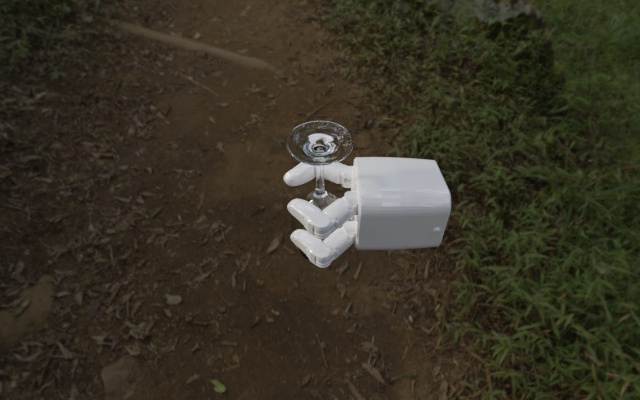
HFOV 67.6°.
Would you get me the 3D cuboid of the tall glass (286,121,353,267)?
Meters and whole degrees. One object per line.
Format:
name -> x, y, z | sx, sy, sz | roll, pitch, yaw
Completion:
tall glass -> 0.000, 0.001, 0.600 | 0.079, 0.079, 0.201 | 0, -42, 0
